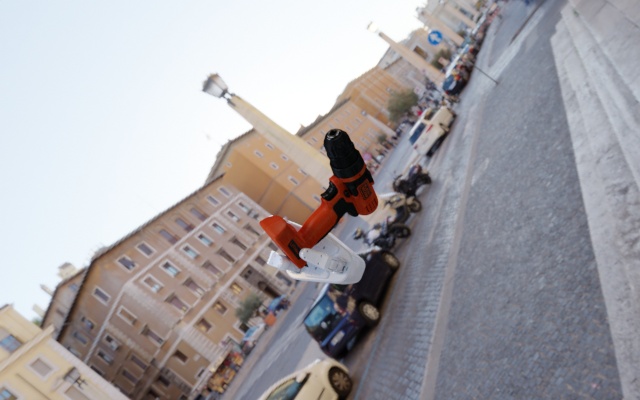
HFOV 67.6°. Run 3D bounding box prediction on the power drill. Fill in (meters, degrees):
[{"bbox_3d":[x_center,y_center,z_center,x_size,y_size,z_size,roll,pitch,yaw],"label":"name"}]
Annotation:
[{"bbox_3d":[0.000,0.003,0.735,0.057,0.187,0.185,40,-13,44],"label":"power drill"}]
